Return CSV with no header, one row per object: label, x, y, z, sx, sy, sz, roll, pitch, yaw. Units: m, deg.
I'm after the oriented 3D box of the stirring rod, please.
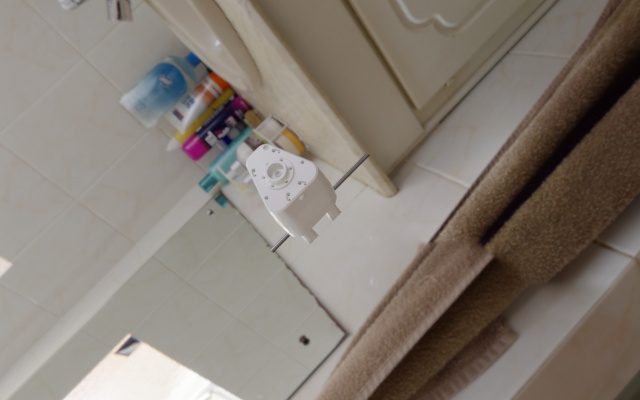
stirring rod,0.000,0.003,0.835,0.011,0.239,0.011,44,-5,5
